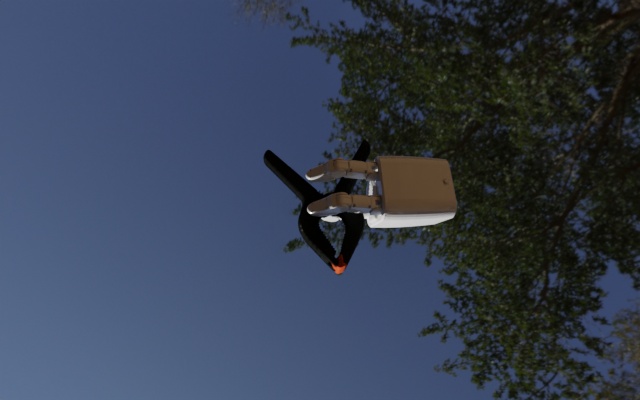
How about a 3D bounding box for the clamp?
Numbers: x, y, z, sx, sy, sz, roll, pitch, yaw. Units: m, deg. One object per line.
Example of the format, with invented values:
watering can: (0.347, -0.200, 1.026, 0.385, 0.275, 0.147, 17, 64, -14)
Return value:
clamp: (0.000, 0.003, 0.692, 0.164, 0.210, 0.036, -1, -27, -4)
